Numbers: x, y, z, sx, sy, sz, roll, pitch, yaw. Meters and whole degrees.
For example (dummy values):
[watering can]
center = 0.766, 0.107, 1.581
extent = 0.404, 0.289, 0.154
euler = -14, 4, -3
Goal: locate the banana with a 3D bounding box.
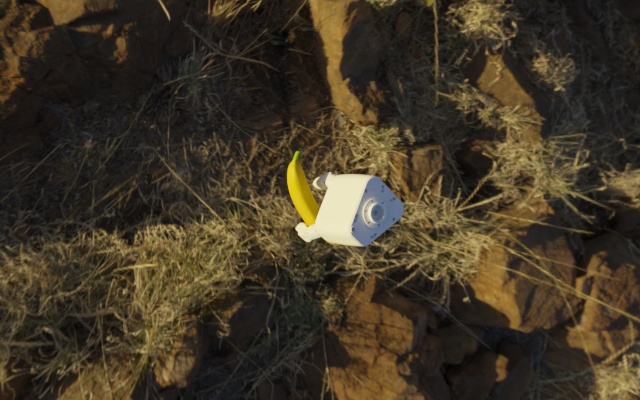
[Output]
[banana]
center = -0.014, 0.008, 0.877
extent = 0.069, 0.198, 0.037
euler = -33, 12, -38
